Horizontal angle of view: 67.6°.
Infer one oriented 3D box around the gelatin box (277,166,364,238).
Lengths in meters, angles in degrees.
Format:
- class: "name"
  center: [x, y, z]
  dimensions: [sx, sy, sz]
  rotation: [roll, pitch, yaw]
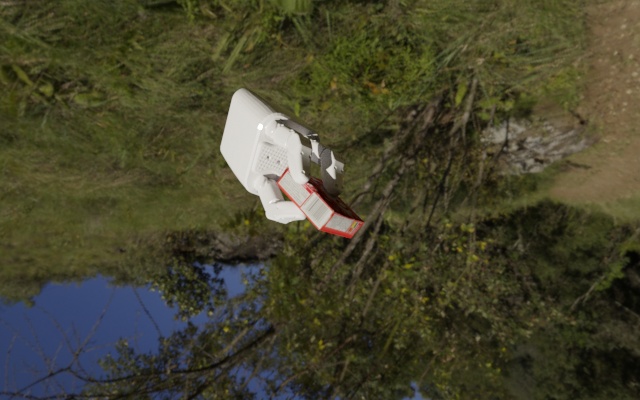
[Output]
- class: "gelatin box"
  center: [0.000, 0.002, 0.562]
  dimensions: [0.089, 0.030, 0.073]
  rotation: [46, 14, 32]
